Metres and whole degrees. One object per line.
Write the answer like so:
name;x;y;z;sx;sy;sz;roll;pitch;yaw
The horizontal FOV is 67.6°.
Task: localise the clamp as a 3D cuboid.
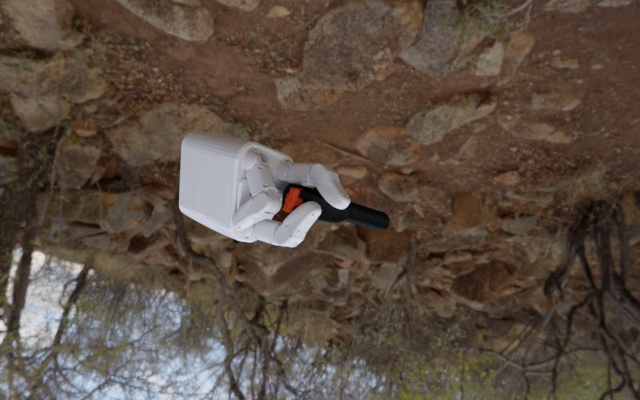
clamp;0.000;0.003;0.588;0.120;0.039;0.171;17;1;36
